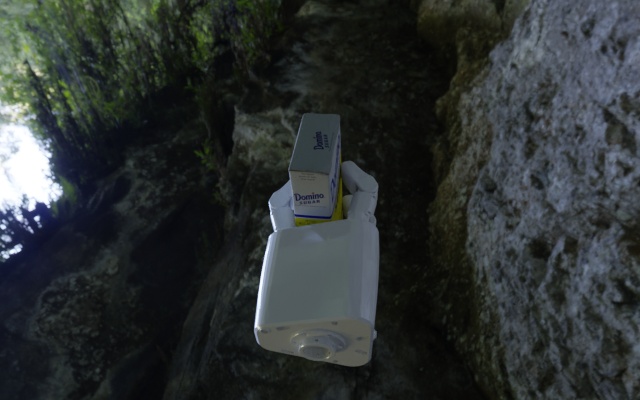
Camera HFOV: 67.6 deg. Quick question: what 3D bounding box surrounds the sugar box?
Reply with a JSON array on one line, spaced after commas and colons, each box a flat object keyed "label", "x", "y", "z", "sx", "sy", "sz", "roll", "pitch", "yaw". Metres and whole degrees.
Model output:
[{"label": "sugar box", "x": 0.001, "y": 0.002, "z": 0.530, "sx": 0.048, "sy": 0.093, "sz": 0.176, "roll": 5, "pitch": -43, "yaw": 6}]
